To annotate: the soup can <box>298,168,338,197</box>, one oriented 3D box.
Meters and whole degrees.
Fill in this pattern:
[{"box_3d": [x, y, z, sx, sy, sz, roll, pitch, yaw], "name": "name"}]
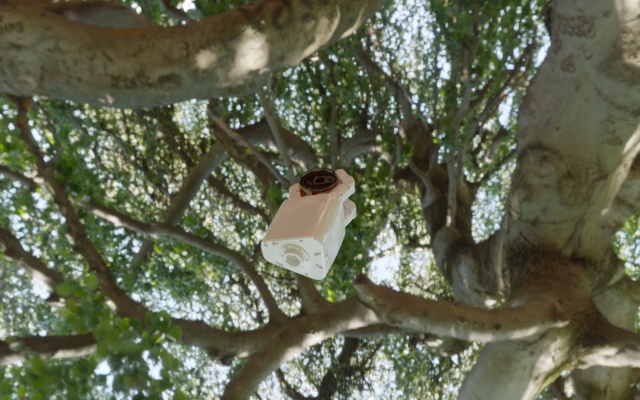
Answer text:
[{"box_3d": [0.000, 0.003, 0.845, 0.068, 0.102, 0.068, -4, 37, 3], "name": "soup can"}]
